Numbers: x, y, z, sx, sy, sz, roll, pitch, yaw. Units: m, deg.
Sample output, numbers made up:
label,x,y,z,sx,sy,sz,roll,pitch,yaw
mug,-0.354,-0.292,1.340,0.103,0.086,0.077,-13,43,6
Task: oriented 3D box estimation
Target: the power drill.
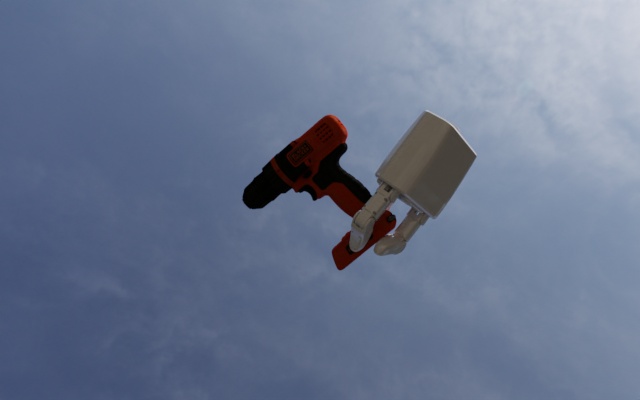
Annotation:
label,x,y,z,sx,sy,sz,roll,pitch,yaw
power drill,0.001,0.002,0.669,0.184,0.187,0.057,-40,-7,16
